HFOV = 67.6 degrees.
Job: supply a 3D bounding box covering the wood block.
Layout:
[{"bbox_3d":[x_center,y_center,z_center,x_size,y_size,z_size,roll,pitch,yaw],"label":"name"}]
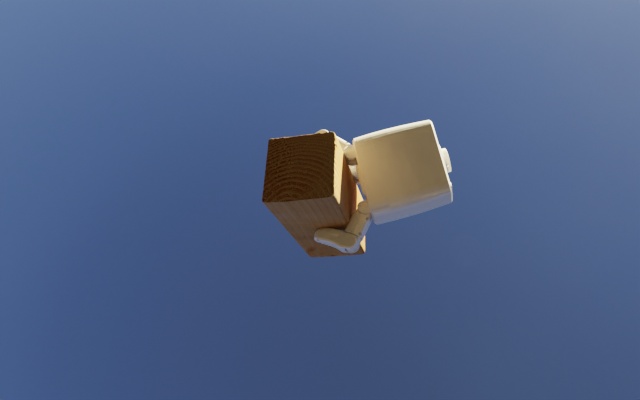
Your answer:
[{"bbox_3d":[0.001,0.002,0.659,0.090,0.090,0.206,-5,-26,14],"label":"wood block"}]
